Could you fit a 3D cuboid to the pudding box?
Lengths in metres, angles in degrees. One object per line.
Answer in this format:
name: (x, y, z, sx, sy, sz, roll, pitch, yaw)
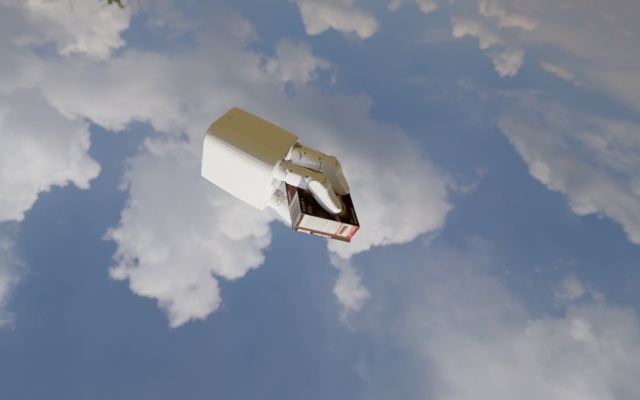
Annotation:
pudding box: (0.000, 0.002, 0.681, 0.090, 0.039, 0.113, 13, 39, -22)
